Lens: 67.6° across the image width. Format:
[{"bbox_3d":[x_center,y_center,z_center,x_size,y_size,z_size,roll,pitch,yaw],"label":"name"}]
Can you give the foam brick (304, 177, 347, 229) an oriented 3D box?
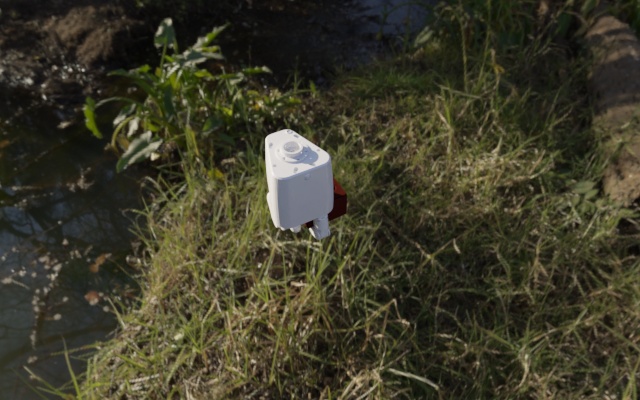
[{"bbox_3d":[0.000,0.003,0.811,0.078,0.051,0.053,-21,49,-18],"label":"foam brick"}]
